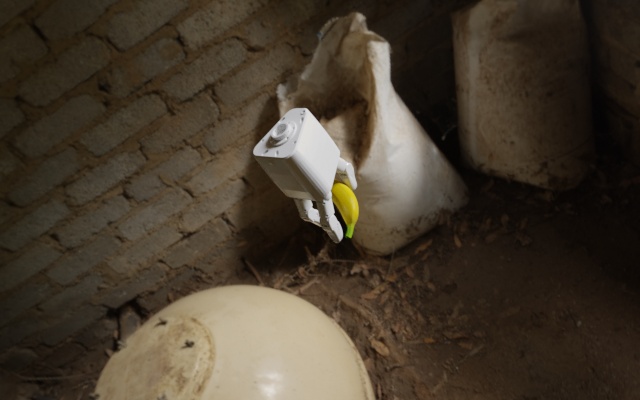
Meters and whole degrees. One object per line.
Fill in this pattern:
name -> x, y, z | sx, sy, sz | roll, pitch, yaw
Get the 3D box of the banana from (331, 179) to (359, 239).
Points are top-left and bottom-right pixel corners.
banana -> 0.015, -0.009, 0.878 | 0.037, 0.069, 0.197 | 45, -2, -43
